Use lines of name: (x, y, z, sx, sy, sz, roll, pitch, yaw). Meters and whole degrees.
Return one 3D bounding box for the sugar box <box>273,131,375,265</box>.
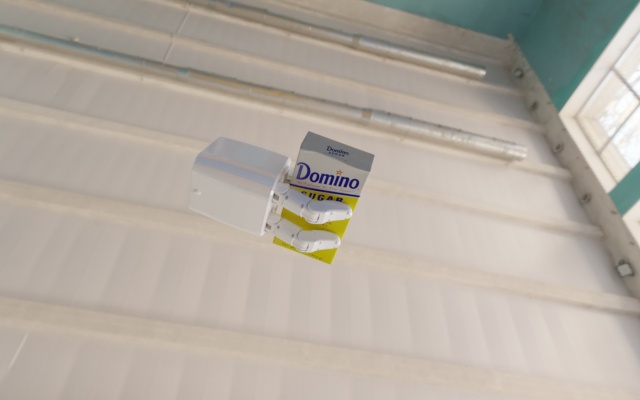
sugar box: (0.000, 0.002, 0.639, 0.093, 0.176, 0.048, 20, 42, 1)
